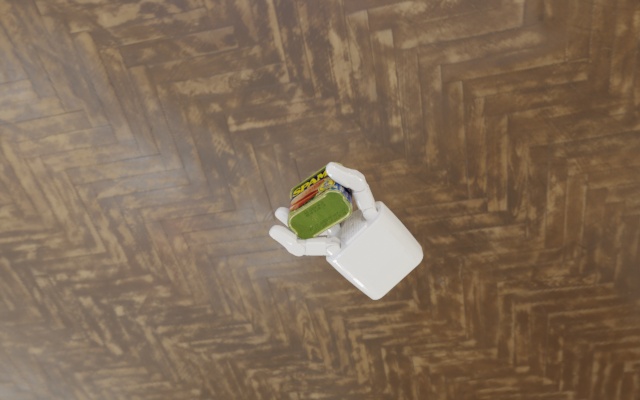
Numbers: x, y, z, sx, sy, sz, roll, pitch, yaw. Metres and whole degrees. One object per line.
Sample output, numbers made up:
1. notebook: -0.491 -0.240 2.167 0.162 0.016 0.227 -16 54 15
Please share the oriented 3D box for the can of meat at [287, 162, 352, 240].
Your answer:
1. can of meat: 0.000 0.002 0.709 0.102 0.057 0.084 -33 24 20
